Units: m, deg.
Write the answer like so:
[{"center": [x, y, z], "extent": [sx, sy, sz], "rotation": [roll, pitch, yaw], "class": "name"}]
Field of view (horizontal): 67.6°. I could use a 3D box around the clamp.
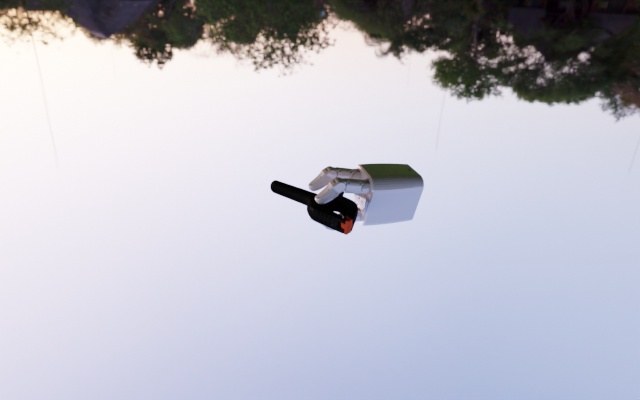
[{"center": [0.000, 0.004, 0.892], "extent": [0.164, 0.036, 0.210], "rotation": [-2, 25, -15], "class": "clamp"}]
